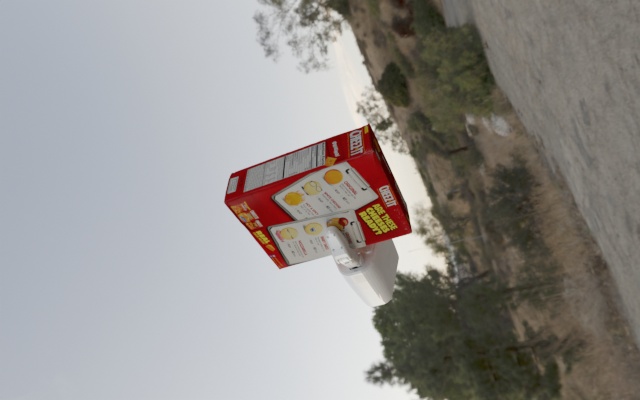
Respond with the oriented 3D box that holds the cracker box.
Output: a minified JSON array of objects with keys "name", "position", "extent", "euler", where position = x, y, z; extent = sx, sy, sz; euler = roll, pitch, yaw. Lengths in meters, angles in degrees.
[{"name":"cracker box","position":[0.000,0.002,0.674],"extent":[0.214,0.072,0.164],"euler":[-18,-48,16]}]
